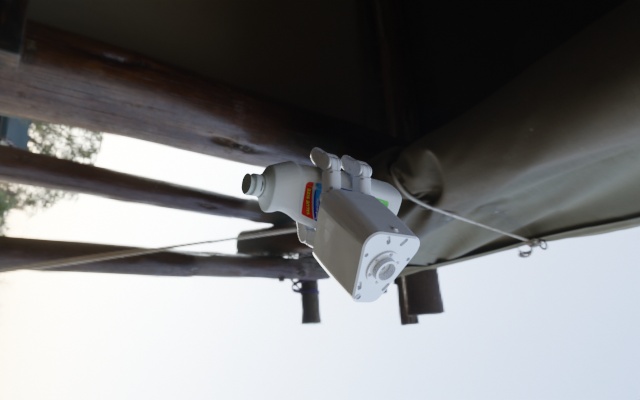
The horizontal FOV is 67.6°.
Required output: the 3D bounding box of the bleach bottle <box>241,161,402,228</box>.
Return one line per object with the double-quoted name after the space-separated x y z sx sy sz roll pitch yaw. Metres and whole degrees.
0.000 0.002 0.698 0.251 0.102 0.068 10 23 -36 "bleach bottle"
